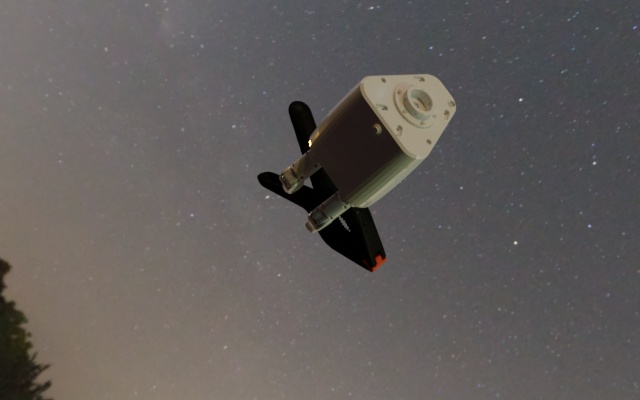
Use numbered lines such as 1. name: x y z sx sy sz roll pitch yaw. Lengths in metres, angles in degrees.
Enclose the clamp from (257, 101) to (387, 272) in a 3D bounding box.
1. clamp: 0.001 0.002 0.592 0.036 0.210 0.165 -32 -6 -34
